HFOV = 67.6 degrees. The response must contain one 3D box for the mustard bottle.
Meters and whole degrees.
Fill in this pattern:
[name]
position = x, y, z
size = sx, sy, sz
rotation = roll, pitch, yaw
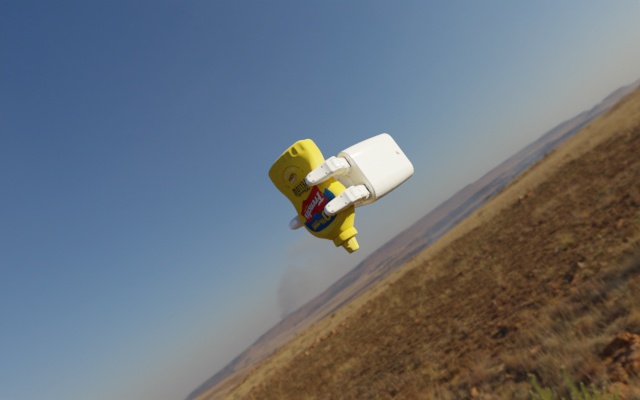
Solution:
[mustard bottle]
position = 0.000, 0.002, 0.772
size = 0.096, 0.191, 0.058
rotation = -41, -11, 31
